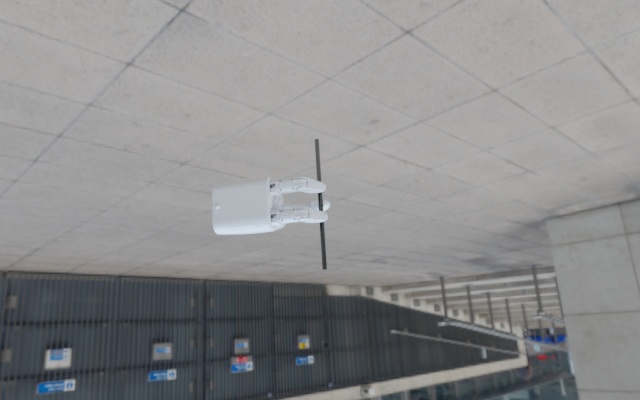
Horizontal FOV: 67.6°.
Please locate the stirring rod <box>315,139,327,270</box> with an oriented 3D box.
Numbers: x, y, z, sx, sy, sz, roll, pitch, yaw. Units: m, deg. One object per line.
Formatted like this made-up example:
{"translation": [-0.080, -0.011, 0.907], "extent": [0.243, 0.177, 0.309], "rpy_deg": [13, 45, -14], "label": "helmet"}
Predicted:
{"translation": [0.000, 0.003, 0.854], "extent": [0.011, 0.239, 0.011], "rpy_deg": [-3, -15, -1], "label": "stirring rod"}
